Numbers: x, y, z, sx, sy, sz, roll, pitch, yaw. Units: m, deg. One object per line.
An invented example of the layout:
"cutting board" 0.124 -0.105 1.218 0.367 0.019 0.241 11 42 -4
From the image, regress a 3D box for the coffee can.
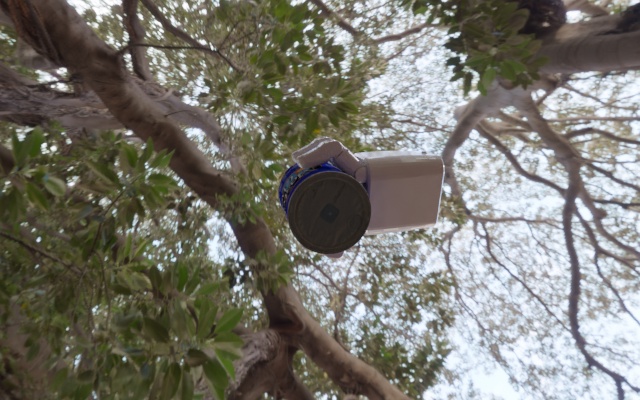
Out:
"coffee can" 0.000 0.002 0.639 0.103 0.103 0.140 0 12 -10
